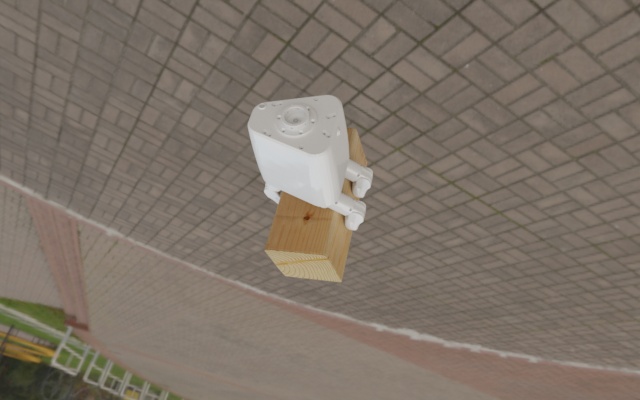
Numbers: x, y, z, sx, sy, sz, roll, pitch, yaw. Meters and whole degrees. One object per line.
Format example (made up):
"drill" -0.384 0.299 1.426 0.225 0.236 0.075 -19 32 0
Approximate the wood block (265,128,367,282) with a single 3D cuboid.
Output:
"wood block" 0.000 0.002 0.695 0.091 0.206 0.090 3 -31 20
